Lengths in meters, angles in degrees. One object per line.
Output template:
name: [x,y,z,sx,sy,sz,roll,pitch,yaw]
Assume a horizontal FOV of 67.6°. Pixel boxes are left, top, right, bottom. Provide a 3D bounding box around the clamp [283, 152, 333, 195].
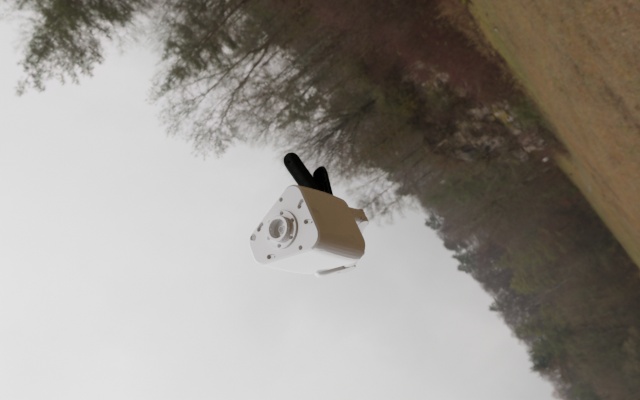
clamp: [0.000,0.003,0.724,0.039,0.171,0.120,-37,-30,22]
